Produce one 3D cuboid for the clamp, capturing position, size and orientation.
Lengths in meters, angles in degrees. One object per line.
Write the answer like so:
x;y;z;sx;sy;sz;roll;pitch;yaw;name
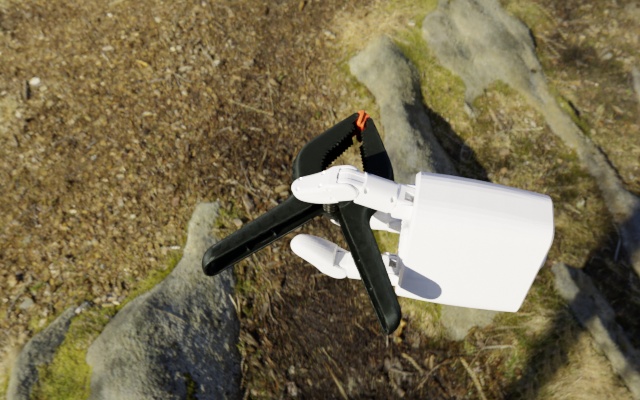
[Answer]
0.000;0.001;0.422;0.164;0.209;0.036;11;-32;5;clamp
